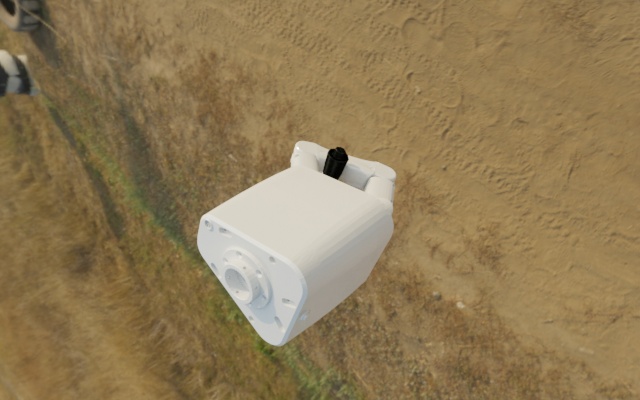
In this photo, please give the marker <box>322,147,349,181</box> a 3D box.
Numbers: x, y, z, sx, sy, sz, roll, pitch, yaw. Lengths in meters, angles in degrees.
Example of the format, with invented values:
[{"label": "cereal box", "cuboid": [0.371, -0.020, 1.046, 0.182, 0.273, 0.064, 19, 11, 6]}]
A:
[{"label": "marker", "cuboid": [0.000, 0.001, 0.435, 0.020, 0.121, 0.020, 12, 41, -11]}]
